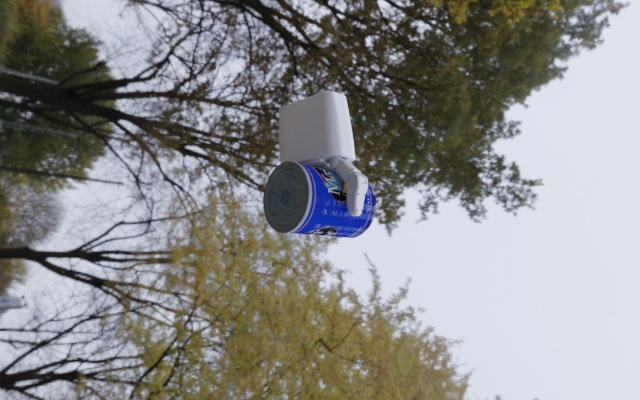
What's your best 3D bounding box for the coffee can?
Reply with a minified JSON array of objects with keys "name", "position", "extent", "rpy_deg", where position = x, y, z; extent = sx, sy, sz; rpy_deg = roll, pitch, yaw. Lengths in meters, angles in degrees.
[{"name":"coffee can","position":[0.000,0.003,0.720],"extent":[0.140,0.103,0.103],"rpy_deg":[8,-6,-42]}]
